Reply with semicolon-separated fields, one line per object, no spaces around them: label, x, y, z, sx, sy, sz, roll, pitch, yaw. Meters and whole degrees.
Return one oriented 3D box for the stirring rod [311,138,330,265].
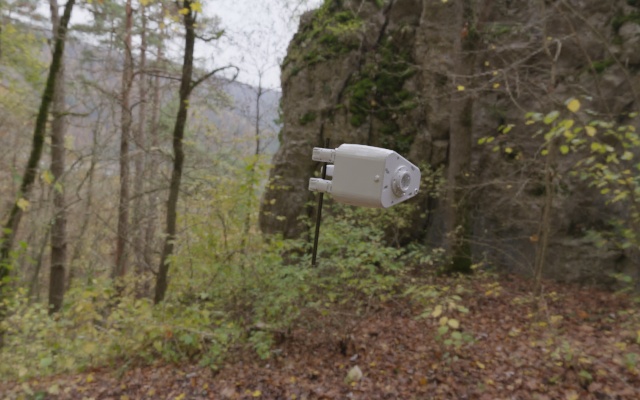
stirring rod;0.000;0.003;0.898;0.011;0.239;0.011;7;5;-1
